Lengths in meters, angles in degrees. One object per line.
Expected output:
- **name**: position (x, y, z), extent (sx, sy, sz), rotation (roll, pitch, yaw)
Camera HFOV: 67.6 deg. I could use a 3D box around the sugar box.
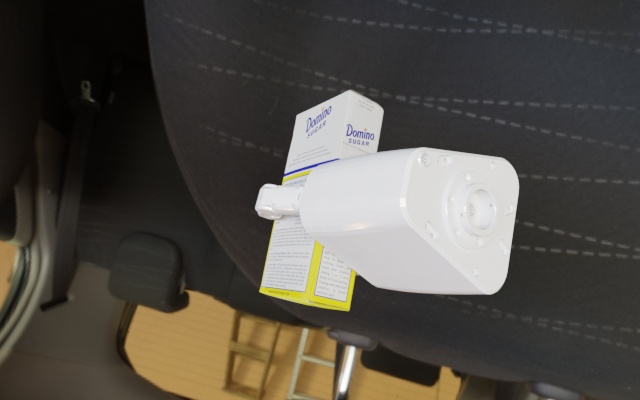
- **sugar box**: position (0.001, 0.002, 0.418), extent (0.048, 0.176, 0.093), rotation (21, -16, -29)
